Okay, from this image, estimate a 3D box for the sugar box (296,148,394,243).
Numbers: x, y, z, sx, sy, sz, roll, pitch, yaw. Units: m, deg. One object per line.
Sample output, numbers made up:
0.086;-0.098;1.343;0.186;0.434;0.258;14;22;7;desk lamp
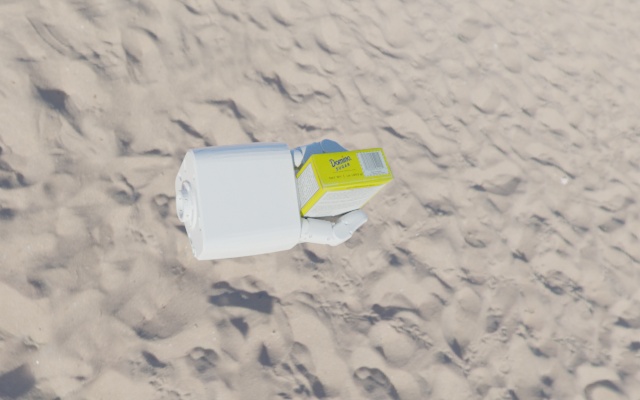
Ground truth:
0.000;0.001;0.564;0.093;0.048;0.176;-8;-19;-30;sugar box
